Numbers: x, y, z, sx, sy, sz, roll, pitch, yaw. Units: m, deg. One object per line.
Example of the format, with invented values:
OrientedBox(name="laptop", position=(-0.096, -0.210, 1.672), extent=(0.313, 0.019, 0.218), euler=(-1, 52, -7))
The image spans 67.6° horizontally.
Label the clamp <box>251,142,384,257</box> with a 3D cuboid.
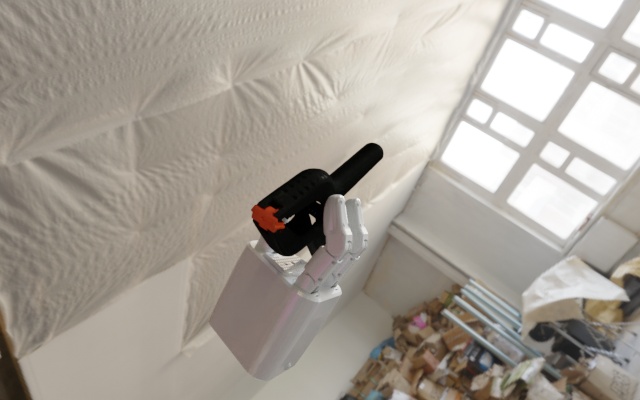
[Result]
OrientedBox(name="clamp", position=(-0.001, 0.001, 0.503), extent=(0.036, 0.164, 0.210), euler=(30, 8, 21))
